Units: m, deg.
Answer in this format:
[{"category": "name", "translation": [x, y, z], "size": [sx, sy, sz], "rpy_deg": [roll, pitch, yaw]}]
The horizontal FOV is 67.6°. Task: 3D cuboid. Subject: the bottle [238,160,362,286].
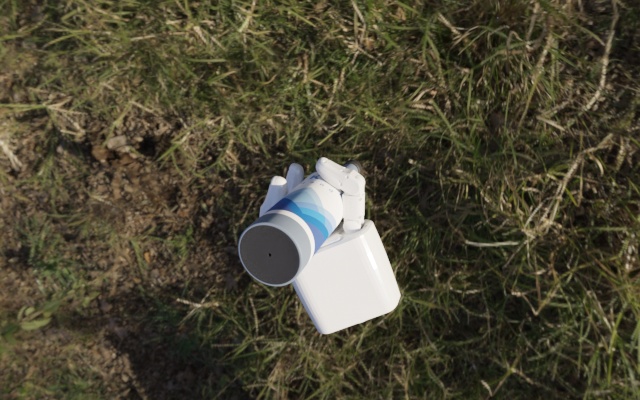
[{"category": "bottle", "translation": [0.000, 0.002, 0.576], "size": [0.069, 0.069, 0.295], "rpy_deg": [0, 20, 20]}]
